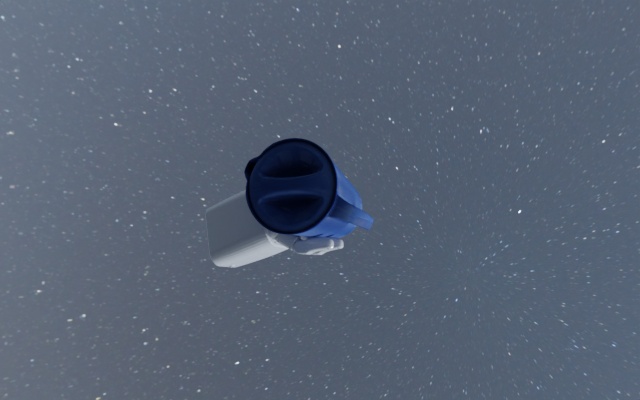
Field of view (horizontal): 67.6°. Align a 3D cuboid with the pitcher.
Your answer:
[{"bbox_3d":[0.000,0.002,0.749,0.145,0.149,0.243,-23,-15,12],"label":"pitcher"}]
